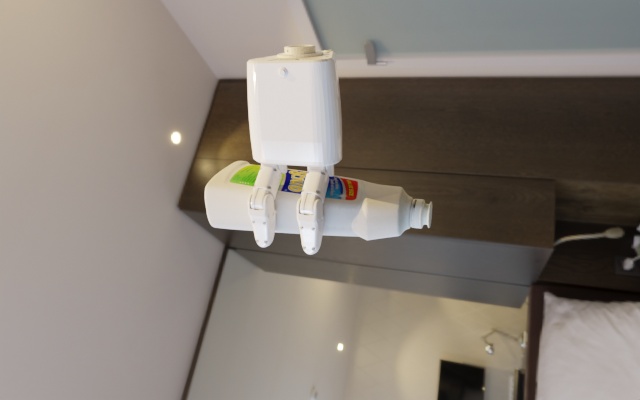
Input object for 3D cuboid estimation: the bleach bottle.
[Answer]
[{"bbox_3d":[0.000,0.002,0.548,0.251,0.068,0.102,5,24,19],"label":"bleach bottle"}]
